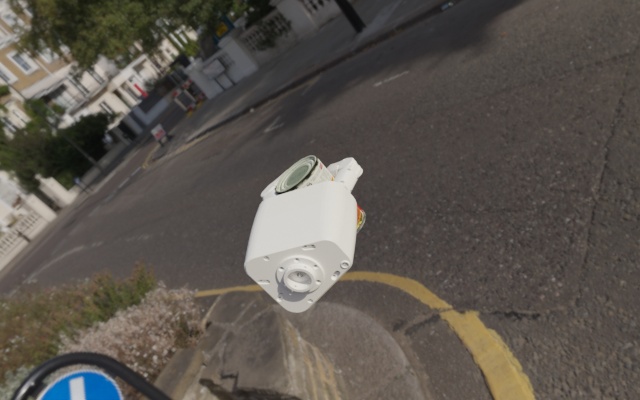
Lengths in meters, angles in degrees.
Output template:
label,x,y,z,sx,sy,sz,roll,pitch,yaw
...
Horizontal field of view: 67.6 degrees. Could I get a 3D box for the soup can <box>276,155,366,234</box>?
label,x,y,z,sx,sy,sz,roll,pitch,yaw
soup can,0.000,0.001,0.604,0.102,0.068,0.068,48,-24,-23
